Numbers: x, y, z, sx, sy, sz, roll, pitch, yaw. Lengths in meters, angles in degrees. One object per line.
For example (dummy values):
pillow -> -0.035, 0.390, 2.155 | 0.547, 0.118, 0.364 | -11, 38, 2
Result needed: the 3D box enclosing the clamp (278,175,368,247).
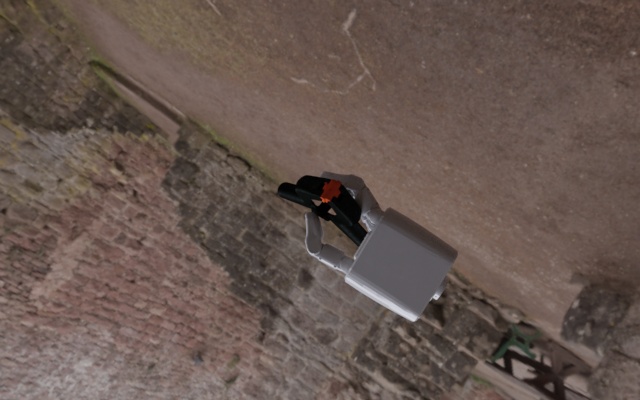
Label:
clamp -> 0.000, 0.003, 0.656 | 0.164, 0.036, 0.210 | 30, -10, 10
